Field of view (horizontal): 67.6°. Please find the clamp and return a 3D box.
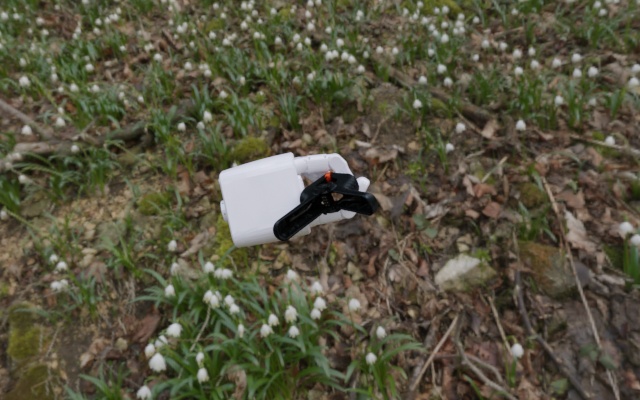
[{"bbox_3d":[0.000,0.001,0.591,0.120,0.039,0.171,-14,13,0],"label":"clamp"}]
